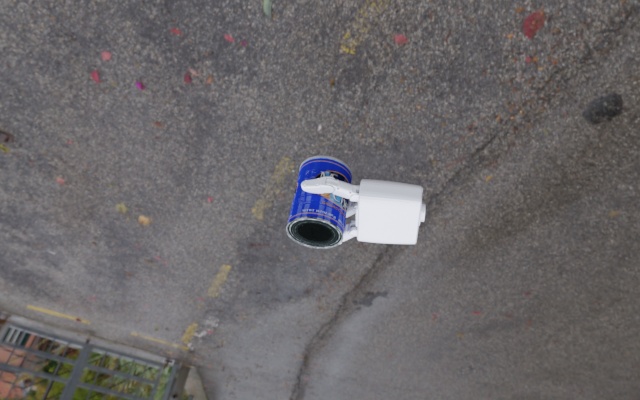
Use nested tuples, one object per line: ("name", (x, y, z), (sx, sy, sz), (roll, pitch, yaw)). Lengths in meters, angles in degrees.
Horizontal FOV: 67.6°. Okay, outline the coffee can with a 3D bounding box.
("coffee can", (0.000, 0.003, 0.877), (0.103, 0.140, 0.103), (7, -34, 5))
